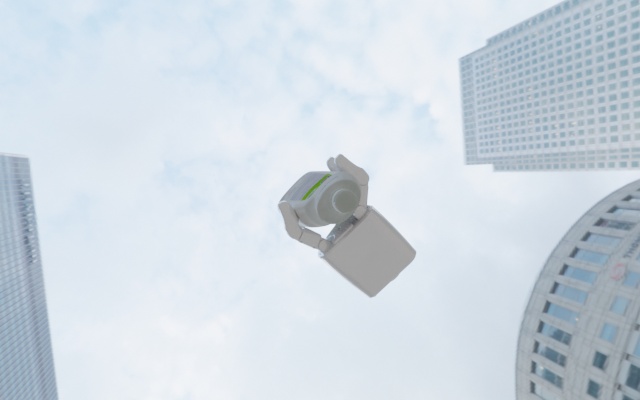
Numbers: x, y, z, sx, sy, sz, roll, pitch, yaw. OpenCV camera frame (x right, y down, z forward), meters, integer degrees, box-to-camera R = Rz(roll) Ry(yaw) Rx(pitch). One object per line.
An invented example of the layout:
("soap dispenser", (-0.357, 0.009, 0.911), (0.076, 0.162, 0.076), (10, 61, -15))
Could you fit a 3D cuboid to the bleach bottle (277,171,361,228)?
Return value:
("bleach bottle", (0.000, 0.002, 0.716), (0.068, 0.102, 0.251), (42, -6, -11))
